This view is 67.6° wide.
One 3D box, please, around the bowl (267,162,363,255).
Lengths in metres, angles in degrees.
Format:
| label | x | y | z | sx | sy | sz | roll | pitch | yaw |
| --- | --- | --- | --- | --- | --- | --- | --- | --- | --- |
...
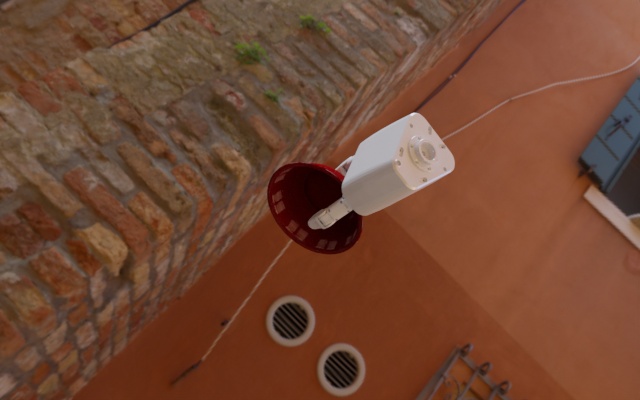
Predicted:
| label | x | y | z | sx | sy | sz | roll | pitch | yaw |
| --- | --- | --- | --- | --- | --- | --- | --- | --- | --- |
| bowl | -0.001 | 0.002 | 0.733 | 0.162 | 0.162 | 0.055 | 0 | 30 | 32 |
